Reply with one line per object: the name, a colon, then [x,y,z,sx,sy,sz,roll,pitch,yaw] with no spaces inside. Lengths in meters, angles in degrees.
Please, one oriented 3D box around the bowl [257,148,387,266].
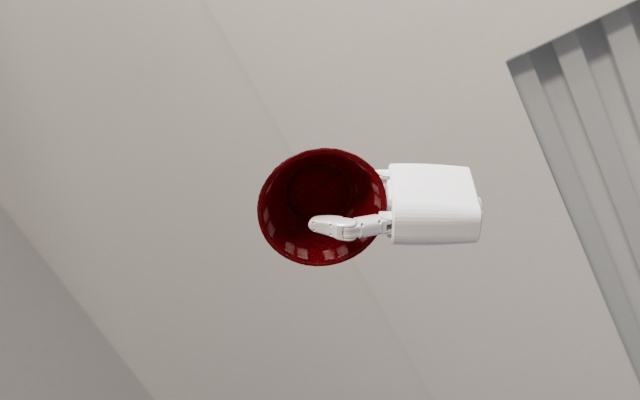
bowl: [-0.001,0.002,0.609,0.162,0.162,0.055,0,25,-8]
